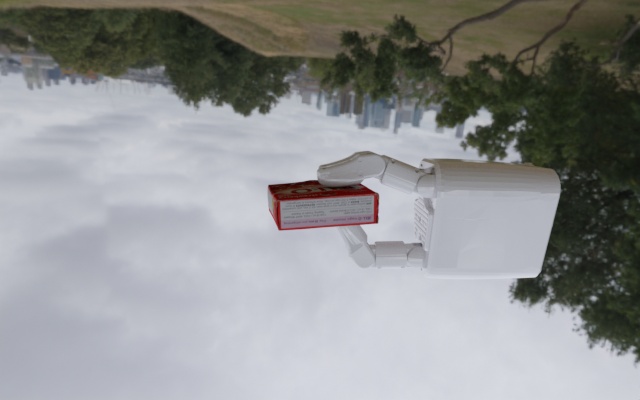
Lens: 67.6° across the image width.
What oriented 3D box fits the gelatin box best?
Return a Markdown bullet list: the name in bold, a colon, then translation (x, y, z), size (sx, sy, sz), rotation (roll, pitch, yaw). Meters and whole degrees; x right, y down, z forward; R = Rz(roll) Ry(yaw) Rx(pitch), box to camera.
- **gelatin box**: translation (0.000, 0.002, 0.430), size (0.089, 0.030, 0.073), rotation (-4, 13, -11)
